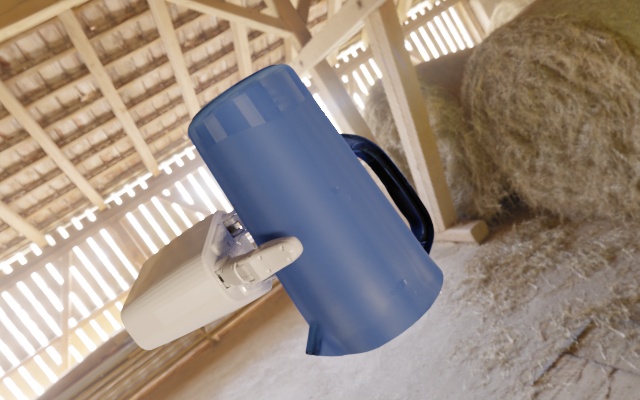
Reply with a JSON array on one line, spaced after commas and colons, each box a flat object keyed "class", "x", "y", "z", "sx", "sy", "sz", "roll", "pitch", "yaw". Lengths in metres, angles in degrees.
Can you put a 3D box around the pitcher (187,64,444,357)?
[{"class": "pitcher", "x": 0.000, "y": 0.002, "z": 0.435, "sx": 0.145, "sy": 0.243, "sz": 0.149, "roll": -31, "pitch": 9, "yaw": 15}]
